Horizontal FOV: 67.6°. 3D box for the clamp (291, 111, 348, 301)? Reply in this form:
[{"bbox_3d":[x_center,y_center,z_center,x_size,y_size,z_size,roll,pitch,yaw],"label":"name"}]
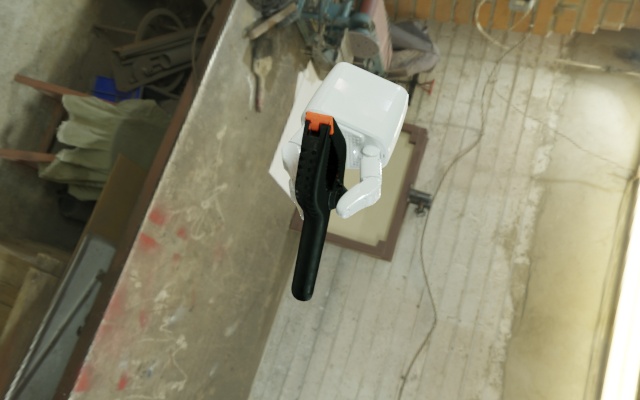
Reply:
[{"bbox_3d":[0.001,0.001,0.518,0.036,0.164,0.210,14,-36,18],"label":"clamp"}]
